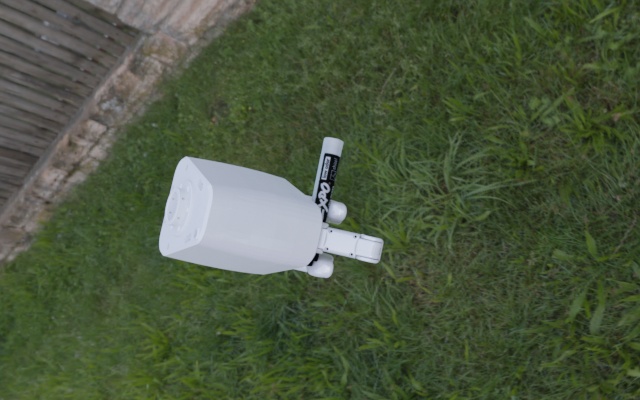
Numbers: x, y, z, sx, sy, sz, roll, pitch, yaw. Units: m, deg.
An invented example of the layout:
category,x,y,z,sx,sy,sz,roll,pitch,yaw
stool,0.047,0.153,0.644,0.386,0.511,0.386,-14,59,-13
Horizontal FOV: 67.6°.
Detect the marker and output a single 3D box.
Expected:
category,x,y,z,sx,sy,sz,roll,pitch,yaw
marker,0.000,0.001,0.448,0.020,0.121,0.020,12,-3,1
